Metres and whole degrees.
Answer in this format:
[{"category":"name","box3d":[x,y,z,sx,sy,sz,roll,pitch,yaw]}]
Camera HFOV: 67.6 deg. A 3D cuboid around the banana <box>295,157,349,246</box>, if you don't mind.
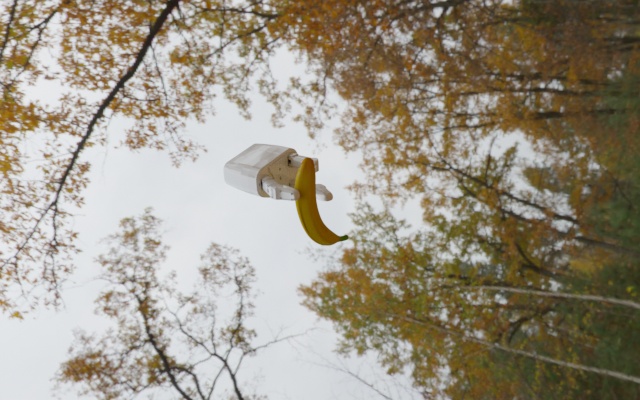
[{"category":"banana","box3d":[-0.011,0.017,0.848,0.037,0.198,0.069,18,53,43]}]
